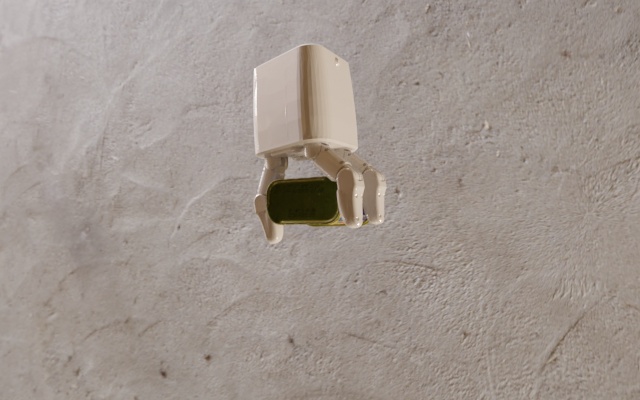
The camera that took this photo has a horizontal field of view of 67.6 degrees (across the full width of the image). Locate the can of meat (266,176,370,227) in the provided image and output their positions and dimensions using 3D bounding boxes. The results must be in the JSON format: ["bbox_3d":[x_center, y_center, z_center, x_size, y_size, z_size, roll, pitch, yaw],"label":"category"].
[{"bbox_3d":[0.000,0.002,0.549,0.102,0.057,0.084,-3,-3,29],"label":"can of meat"}]
